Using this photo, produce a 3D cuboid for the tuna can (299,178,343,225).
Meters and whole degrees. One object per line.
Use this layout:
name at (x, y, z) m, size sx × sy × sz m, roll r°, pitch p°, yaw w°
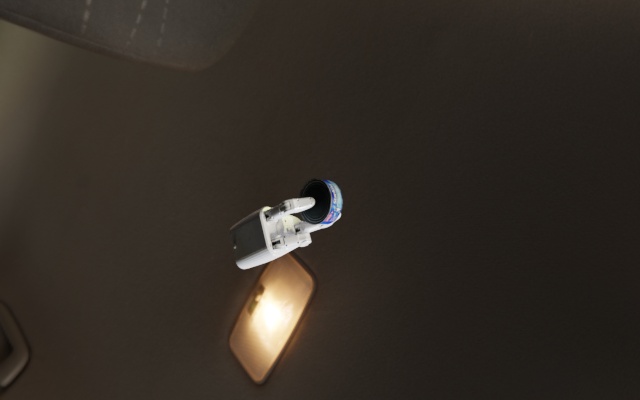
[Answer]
tuna can at (0.001, 0.003, 0.886) m, size 0.086 × 0.086 × 0.034 m, roll 0°, pitch -3°, yaw 45°
